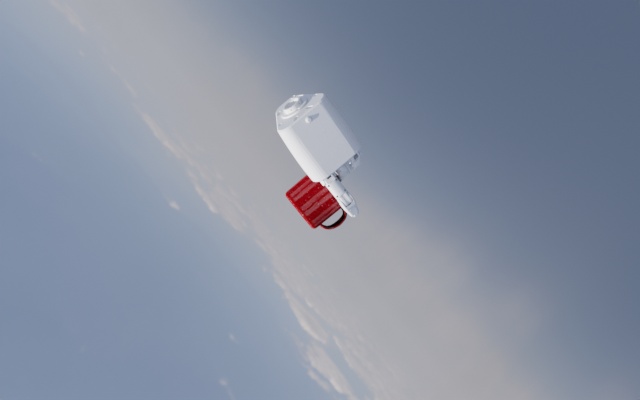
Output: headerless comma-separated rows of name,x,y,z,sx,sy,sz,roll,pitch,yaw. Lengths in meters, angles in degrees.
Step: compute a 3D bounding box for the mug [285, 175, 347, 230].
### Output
mug,0.001,0.004,0.830,0.081,0.117,0.093,-39,29,-4
